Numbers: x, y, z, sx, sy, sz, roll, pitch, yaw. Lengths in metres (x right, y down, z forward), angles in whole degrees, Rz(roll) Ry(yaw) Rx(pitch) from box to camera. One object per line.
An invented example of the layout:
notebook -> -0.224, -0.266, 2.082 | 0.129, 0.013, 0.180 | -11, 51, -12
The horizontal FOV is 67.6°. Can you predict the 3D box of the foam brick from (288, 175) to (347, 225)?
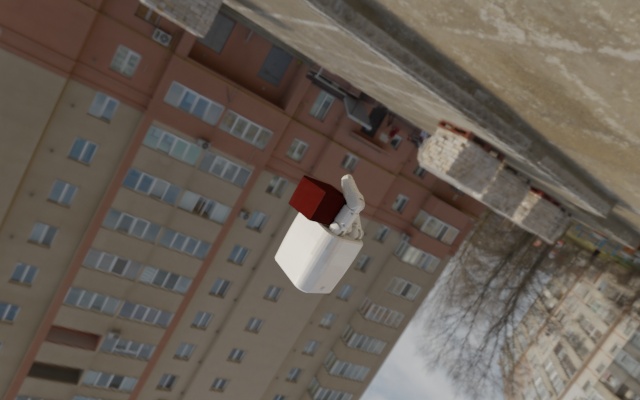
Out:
foam brick -> 0.000, 0.002, 0.736 | 0.053, 0.051, 0.078 | 39, 12, 33
